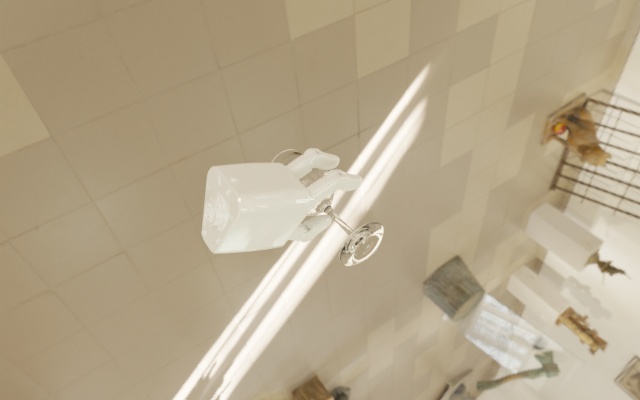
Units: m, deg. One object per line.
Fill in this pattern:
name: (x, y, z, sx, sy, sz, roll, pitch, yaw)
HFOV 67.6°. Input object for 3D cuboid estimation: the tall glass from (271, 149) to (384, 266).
tall glass: (0.001, 0.003, 0.691, 0.079, 0.079, 0.201, 0, 35, -42)
